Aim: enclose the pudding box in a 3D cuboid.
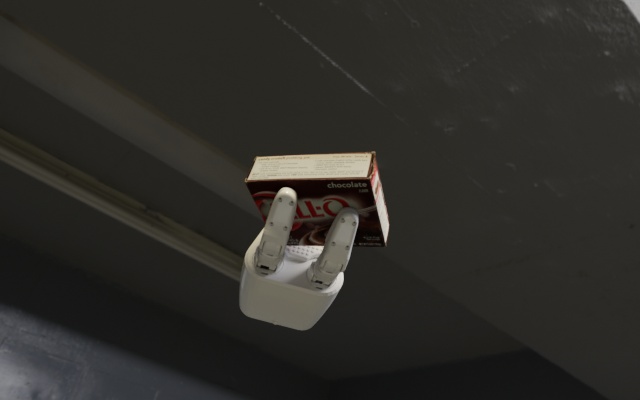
[{"bbox_3d":[0.000,0.001,0.431,0.113,0.039,0.090,-3,-42,17],"label":"pudding box"}]
